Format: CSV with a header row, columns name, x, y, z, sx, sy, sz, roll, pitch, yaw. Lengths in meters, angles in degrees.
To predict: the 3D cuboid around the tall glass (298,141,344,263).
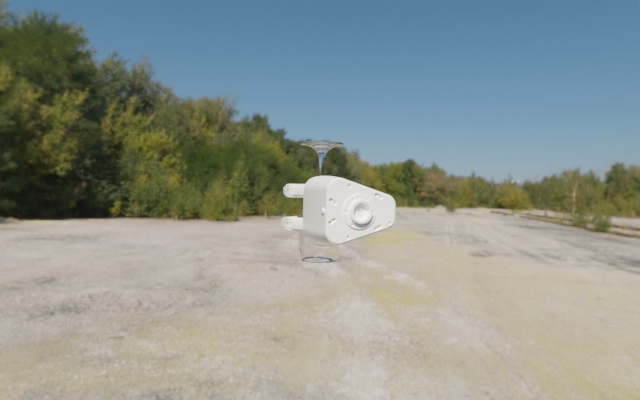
name,x,y,z,sx,sy,sz,roll,pitch,yaw
tall glass,0.000,0.002,0.813,0.079,0.201,0.079,2,1,0
